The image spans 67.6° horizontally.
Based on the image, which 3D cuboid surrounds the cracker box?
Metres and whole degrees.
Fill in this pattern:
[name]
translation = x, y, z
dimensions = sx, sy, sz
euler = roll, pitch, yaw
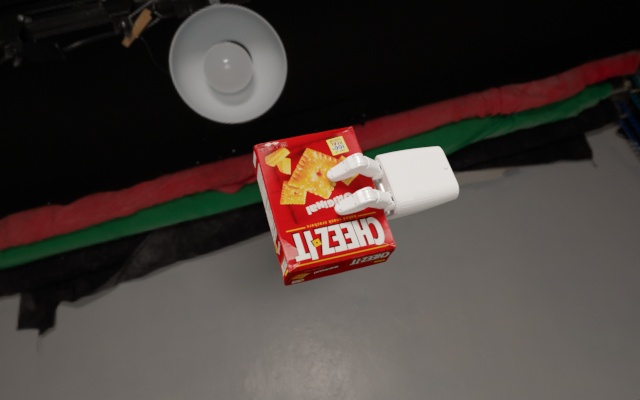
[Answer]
[cracker box]
translation = 0.000, 0.002, 0.727
dimensions = 0.164, 0.213, 0.072
euler = -12, -24, -13
